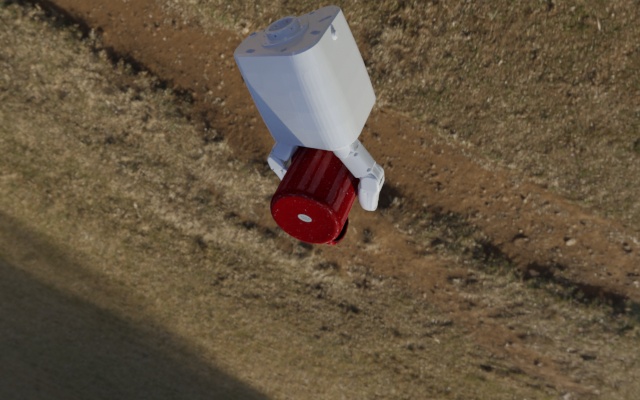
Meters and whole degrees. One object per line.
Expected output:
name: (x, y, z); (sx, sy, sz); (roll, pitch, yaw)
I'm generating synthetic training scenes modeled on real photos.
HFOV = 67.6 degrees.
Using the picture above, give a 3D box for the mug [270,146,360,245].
mug: (0.000, 0.003, 0.534); (0.093, 0.117, 0.081); (-2, 43, 30)
